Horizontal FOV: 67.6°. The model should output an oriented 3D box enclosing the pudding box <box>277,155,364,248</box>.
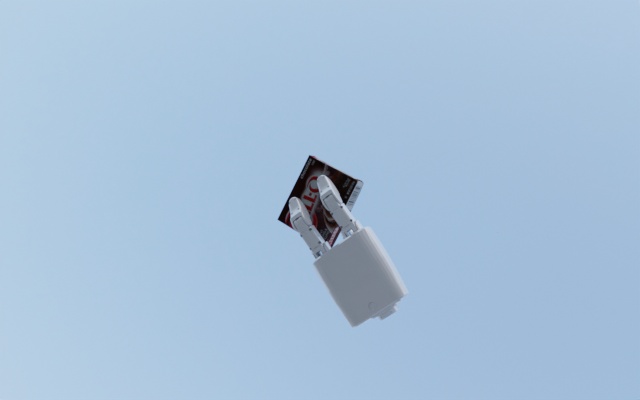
[{"bbox_3d":[0.000,0.002,0.711,0.090,0.113,0.039,29,5,23],"label":"pudding box"}]
